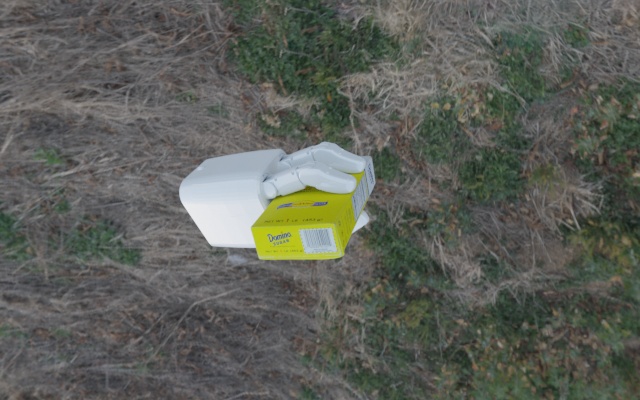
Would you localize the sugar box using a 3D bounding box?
[{"bbox_3d":[0.000,0.001,0.541,0.093,0.048,0.176,-3,28,19],"label":"sugar box"}]
